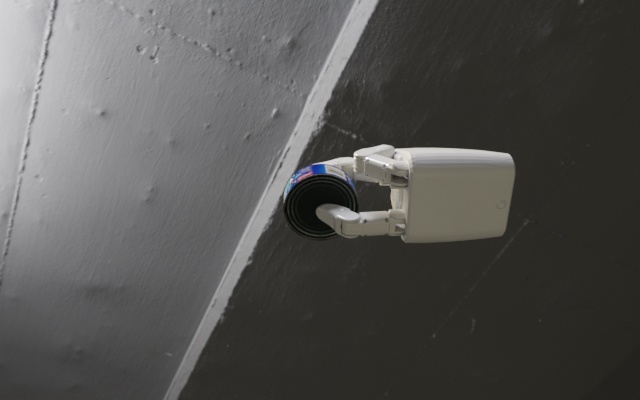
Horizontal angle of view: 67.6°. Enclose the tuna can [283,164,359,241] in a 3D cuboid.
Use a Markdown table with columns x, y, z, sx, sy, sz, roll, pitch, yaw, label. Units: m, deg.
| x | y | z | sx | sy | sz | roll | pitch | yaw | label |
| --- | --- | --- | --- | --- | --- | --- | --- | --- | --- |
| 0.000 | 0.002 | 0.550 | 0.086 | 0.086 | 0.033 | 0 | 28 | -5 | tuna can |
